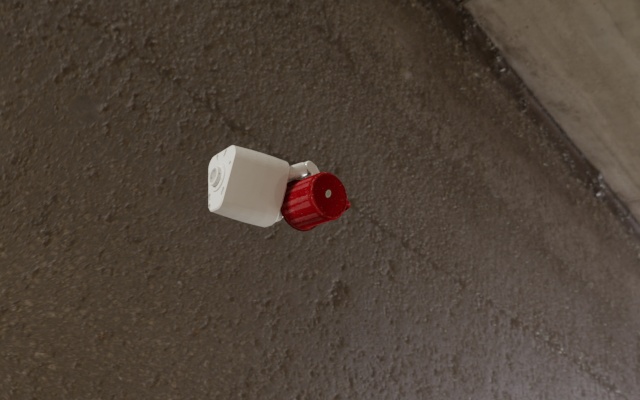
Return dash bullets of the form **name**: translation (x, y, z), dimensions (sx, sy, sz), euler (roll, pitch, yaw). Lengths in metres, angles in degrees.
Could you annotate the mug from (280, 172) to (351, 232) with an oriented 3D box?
- **mug**: translation (0.001, 0.003, 0.815), dimensions (0.117, 0.093, 0.081), euler (16, -22, -35)
